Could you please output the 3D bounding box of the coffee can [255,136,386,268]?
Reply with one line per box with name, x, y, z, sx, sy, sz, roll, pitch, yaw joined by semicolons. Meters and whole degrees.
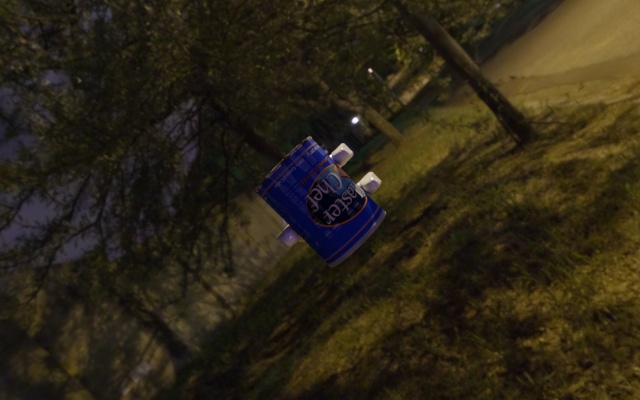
coffee can;0.000;0.002;0.621;0.103;0.140;0.103;-45;2;2
